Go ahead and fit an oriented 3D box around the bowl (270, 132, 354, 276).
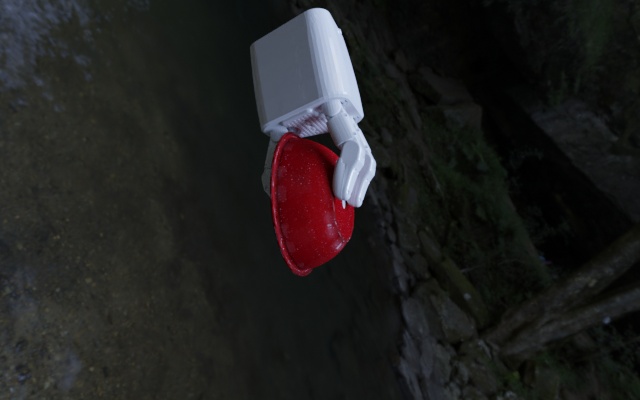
[{"bbox_3d":[0.001,0.003,0.528,0.055,0.162,0.162,-5,-1,17],"label":"bowl"}]
